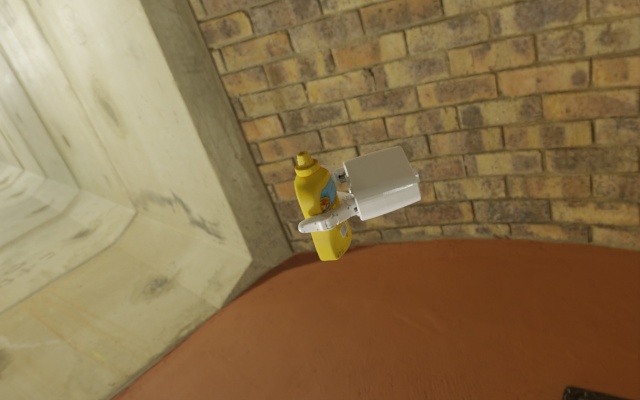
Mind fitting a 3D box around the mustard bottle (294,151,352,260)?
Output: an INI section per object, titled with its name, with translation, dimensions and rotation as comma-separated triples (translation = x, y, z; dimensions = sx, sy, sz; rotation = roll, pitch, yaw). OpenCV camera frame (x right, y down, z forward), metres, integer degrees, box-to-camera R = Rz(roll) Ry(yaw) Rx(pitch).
[mustard bottle]
translation = 0.000, 0.003, 0.821
dimensions = 0.058, 0.192, 0.096
rotation = -6, 31, 25
